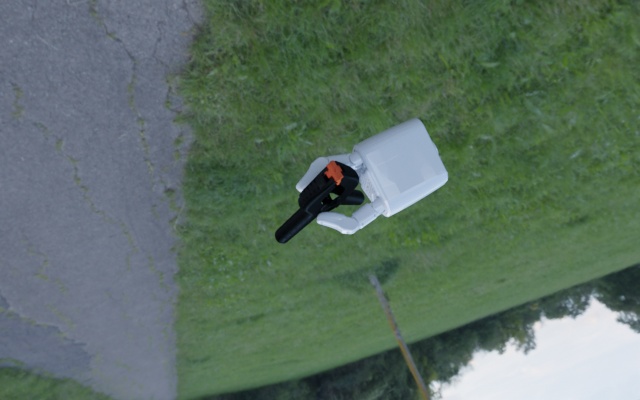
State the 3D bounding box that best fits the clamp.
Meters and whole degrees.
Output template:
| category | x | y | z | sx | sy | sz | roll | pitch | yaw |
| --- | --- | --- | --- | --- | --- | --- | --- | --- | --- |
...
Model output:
| category | x | y | z | sx | sy | sz | roll | pitch | yaw |
| --- | --- | --- | --- | --- | --- | --- | --- | --- | --- |
| clamp | 0.001 | 0.003 | 0.705 | 0.164 | 0.036 | 0.210 | -29 | -15 | -8 |
